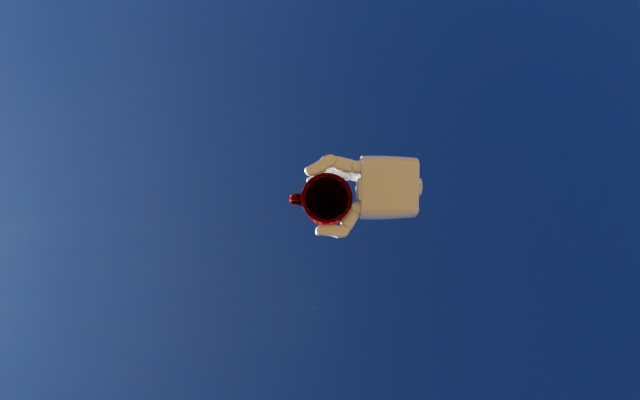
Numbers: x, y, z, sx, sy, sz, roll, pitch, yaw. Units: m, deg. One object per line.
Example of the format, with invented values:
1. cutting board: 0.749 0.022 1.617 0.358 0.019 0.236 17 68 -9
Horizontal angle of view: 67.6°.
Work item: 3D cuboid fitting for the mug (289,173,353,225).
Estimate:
1. mug: -0.001 0.003 0.897 0.117 0.093 0.081 1 -13 1
